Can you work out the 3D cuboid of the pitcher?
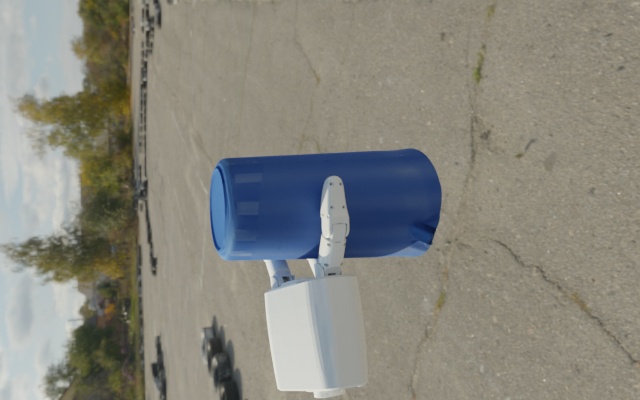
[{"bbox_3d":[0.000,0.002,0.551,0.243,0.145,0.149,-1,-16,-22],"label":"pitcher"}]
